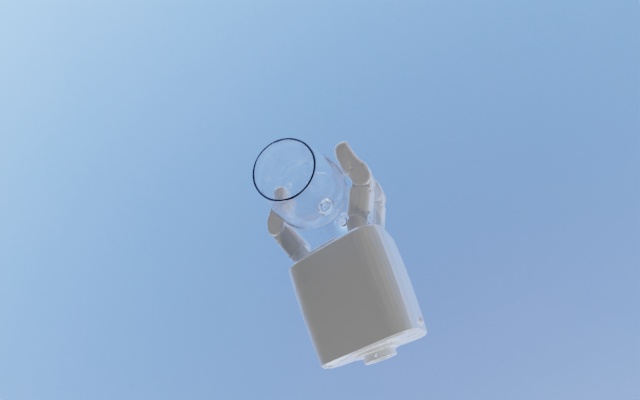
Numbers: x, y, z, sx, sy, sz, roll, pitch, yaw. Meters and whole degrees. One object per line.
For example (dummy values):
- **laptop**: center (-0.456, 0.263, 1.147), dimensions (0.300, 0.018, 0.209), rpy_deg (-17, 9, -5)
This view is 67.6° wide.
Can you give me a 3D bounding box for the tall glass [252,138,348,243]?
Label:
- **tall glass**: center (0.000, 0.002, 0.515), dimensions (0.079, 0.079, 0.201), rpy_deg (0, -18, 21)
